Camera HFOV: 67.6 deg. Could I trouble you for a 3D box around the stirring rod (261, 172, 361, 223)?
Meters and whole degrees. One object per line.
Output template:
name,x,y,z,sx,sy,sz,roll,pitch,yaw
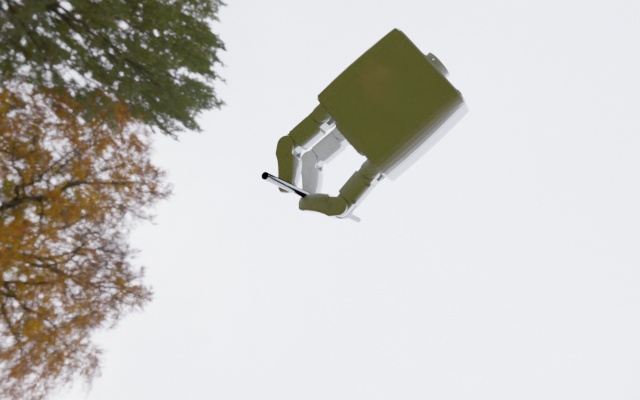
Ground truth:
stirring rod,0.000,0.002,0.547,0.011,0.011,0.239,0,-12,26
